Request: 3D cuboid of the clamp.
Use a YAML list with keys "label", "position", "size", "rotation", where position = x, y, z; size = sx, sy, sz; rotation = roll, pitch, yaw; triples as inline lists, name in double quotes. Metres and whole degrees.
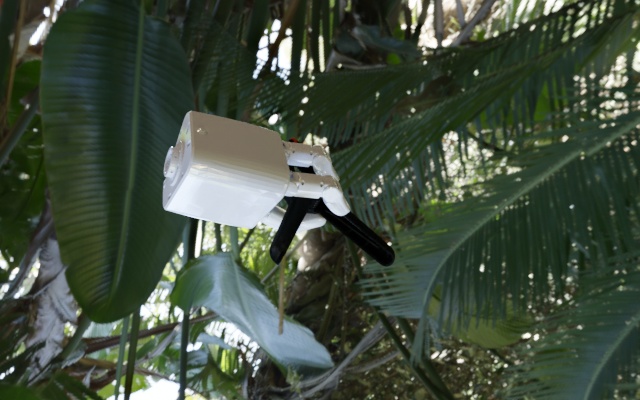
- label: "clamp"
  position: [-0.001, 0.002, 0.598]
  size: [0.164, 0.209, 0.036]
  rotation: [12, -50, -28]
